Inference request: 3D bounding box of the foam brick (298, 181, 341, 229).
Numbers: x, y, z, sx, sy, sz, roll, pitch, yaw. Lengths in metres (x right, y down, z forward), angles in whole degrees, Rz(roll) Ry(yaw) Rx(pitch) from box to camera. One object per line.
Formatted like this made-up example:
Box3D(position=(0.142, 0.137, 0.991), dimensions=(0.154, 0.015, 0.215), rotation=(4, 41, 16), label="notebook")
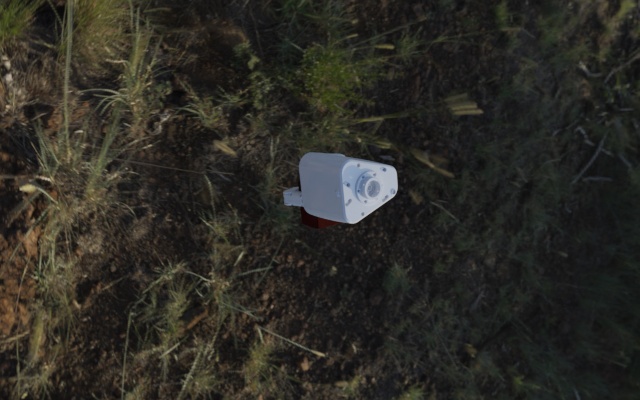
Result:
Box3D(position=(0.000, 0.003, 0.799), dimensions=(0.053, 0.078, 0.051), rotation=(-15, 17, -33), label="foam brick")
